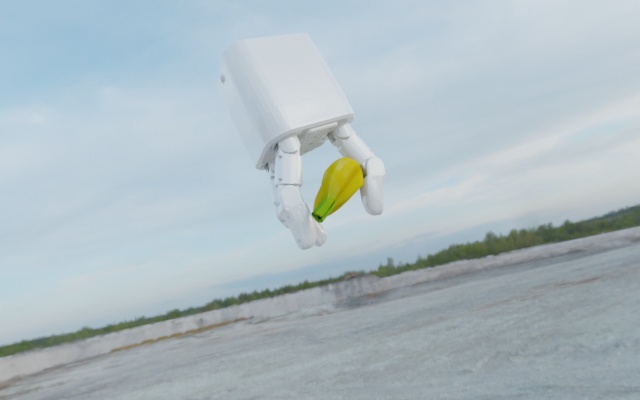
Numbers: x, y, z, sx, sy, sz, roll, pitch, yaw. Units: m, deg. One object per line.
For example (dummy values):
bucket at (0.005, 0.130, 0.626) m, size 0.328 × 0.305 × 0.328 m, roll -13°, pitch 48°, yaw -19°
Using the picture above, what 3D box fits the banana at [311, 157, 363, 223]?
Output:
banana at (0.014, -0.011, 0.499) m, size 0.069 × 0.037 × 0.198 m, roll -43°, pitch -3°, yaw -1°
